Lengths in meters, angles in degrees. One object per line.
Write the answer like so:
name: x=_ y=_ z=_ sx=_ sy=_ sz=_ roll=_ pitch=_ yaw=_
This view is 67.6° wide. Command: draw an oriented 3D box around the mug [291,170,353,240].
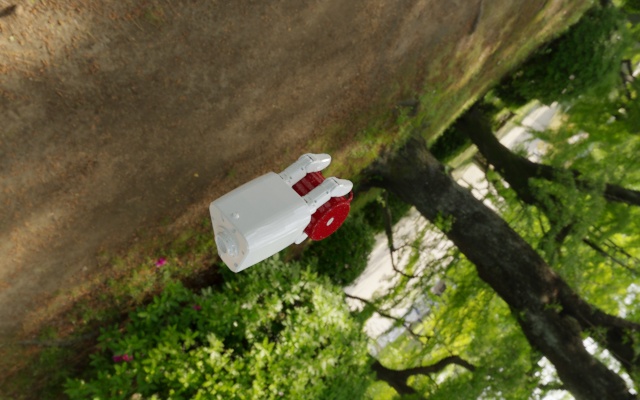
mug: x=0.001 y=0.002 z=0.748 sx=0.117 sy=0.081 sz=0.093 roll=-29 pitch=-29 yaw=-31
